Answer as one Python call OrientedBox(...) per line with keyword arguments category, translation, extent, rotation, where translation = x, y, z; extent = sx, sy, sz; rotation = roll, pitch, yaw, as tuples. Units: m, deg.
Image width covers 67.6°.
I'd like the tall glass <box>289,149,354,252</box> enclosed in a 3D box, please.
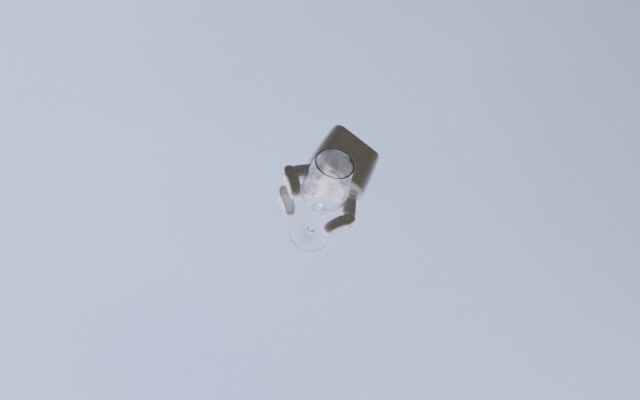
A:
OrientedBox(category="tall glass", translation=(0.000, 0.003, 0.802), extent=(0.079, 0.079, 0.201), rotation=(0, -36, -16))
